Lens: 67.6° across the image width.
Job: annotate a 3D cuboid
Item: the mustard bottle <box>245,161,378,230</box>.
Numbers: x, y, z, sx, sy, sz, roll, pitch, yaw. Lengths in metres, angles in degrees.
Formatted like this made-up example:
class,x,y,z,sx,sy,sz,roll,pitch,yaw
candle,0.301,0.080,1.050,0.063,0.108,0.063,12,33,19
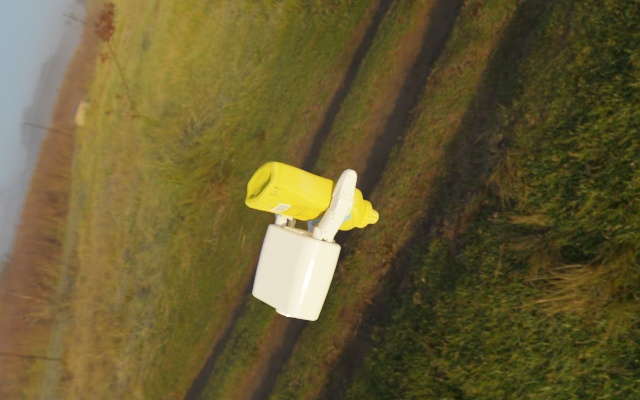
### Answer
class,x,y,z,sx,sy,sz,roll,pitch,yaw
mustard bottle,0.000,0.002,0.667,0.192,0.058,0.096,17,-26,-27
